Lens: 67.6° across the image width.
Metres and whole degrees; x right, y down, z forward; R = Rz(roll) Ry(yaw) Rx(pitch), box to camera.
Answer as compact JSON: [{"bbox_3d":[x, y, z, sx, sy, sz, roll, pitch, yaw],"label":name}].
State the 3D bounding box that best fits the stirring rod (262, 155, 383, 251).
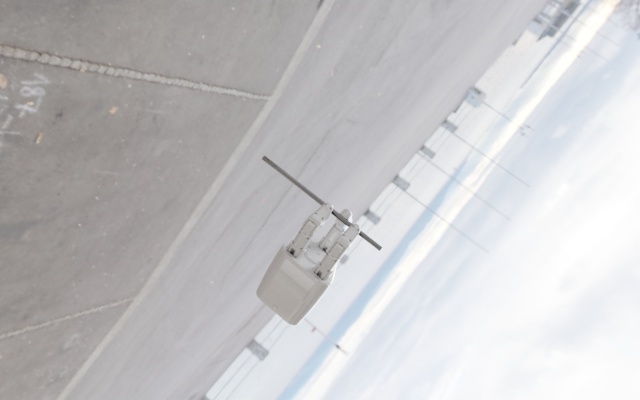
[{"bbox_3d":[0.000,0.002,0.757,0.239,0.011,0.011,38,8,10],"label":"stirring rod"}]
